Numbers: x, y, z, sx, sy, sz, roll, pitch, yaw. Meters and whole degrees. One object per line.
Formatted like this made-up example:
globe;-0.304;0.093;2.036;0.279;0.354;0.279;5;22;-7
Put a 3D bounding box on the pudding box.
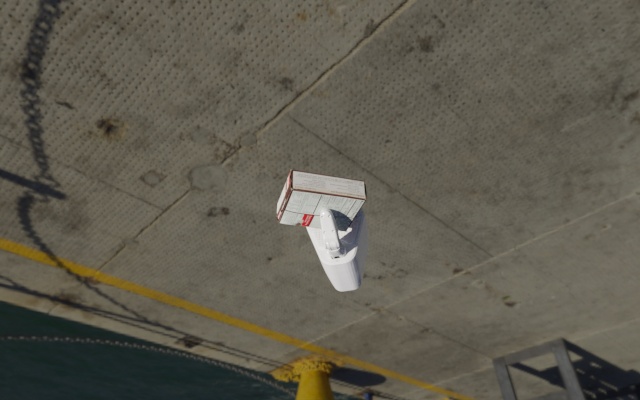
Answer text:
pudding box;0.000;0.002;0.694;0.113;0.039;0.090;7;-37;-16
